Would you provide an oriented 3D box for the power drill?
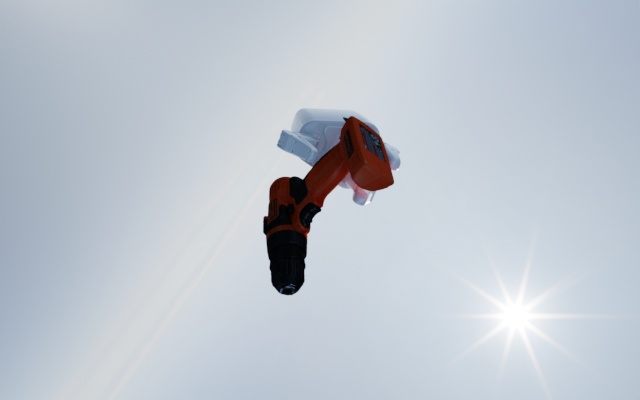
[{"bbox_3d":[0.000,0.001,0.577,0.057,0.184,0.188,30,-56,-32],"label":"power drill"}]
